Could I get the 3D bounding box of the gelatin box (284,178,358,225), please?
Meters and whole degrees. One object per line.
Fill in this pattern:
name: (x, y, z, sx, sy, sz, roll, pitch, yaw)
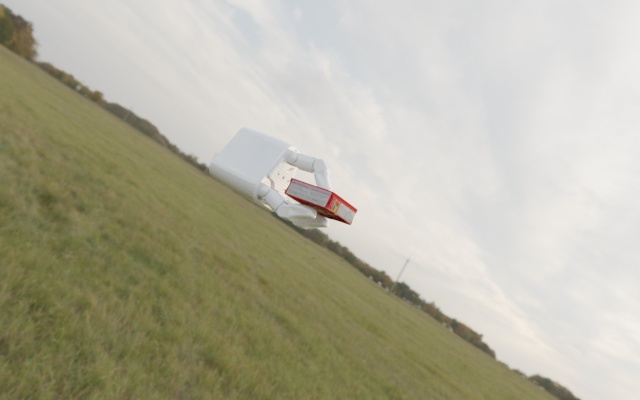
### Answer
gelatin box: (0.001, 0.002, 0.719, 0.089, 0.030, 0.073, 19, -10, 39)
